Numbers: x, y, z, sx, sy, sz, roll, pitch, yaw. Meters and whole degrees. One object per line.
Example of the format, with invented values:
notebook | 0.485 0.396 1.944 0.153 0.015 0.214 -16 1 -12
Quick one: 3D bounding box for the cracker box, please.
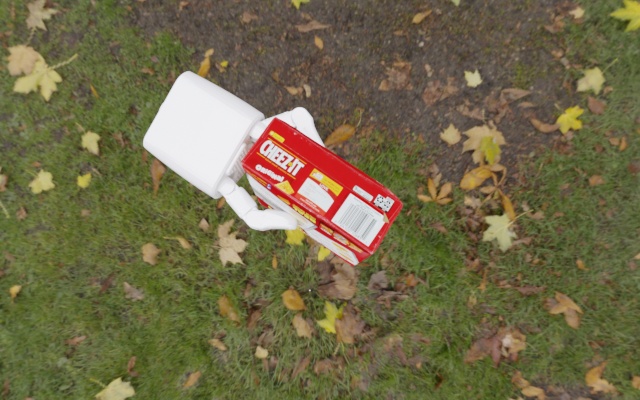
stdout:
cracker box | 0.000 0.002 0.581 0.164 0.072 0.214 34 -10 5
